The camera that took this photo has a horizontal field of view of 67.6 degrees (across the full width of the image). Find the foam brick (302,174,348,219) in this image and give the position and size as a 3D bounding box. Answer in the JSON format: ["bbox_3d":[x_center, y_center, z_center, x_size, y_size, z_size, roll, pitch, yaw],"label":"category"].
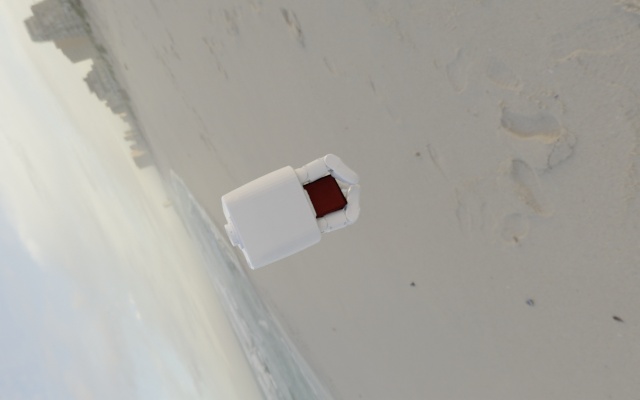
[{"bbox_3d":[0.000,0.002,0.714,0.051,0.053,0.078,-24,-12,-15],"label":"foam brick"}]
